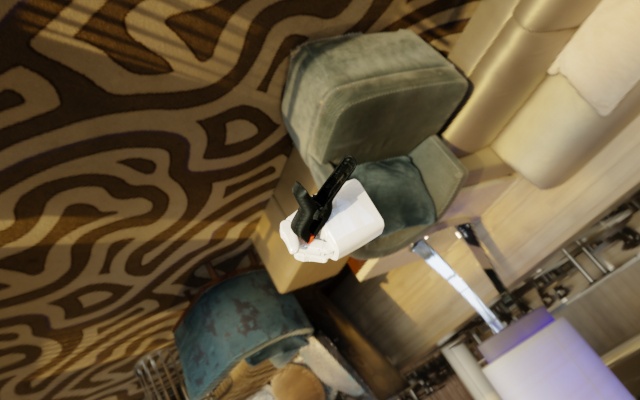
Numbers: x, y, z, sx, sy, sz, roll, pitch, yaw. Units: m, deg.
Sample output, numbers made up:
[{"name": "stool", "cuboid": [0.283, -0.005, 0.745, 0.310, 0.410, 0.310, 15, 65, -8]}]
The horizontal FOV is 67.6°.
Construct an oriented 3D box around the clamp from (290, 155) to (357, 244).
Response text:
[{"name": "clamp", "cuboid": [0.000, 0.003, 0.746, 0.120, 0.039, 0.172, -28, -25, -25]}]
